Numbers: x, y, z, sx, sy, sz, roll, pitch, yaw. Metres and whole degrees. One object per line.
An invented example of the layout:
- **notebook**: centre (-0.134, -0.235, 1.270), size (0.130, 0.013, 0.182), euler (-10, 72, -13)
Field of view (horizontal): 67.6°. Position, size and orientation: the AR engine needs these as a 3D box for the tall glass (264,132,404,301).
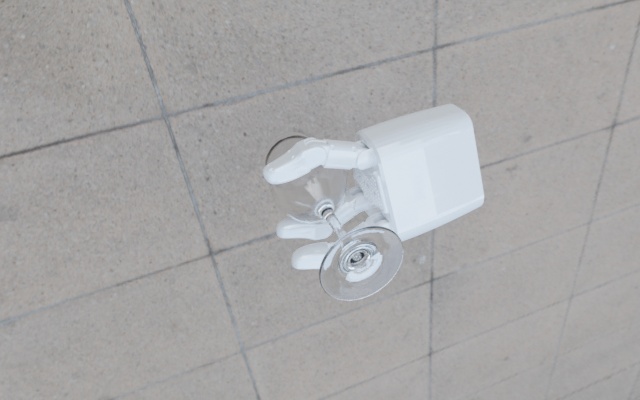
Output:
- **tall glass**: centre (0.000, 0.002, 0.461), size (0.079, 0.079, 0.201), euler (0, 31, -24)
